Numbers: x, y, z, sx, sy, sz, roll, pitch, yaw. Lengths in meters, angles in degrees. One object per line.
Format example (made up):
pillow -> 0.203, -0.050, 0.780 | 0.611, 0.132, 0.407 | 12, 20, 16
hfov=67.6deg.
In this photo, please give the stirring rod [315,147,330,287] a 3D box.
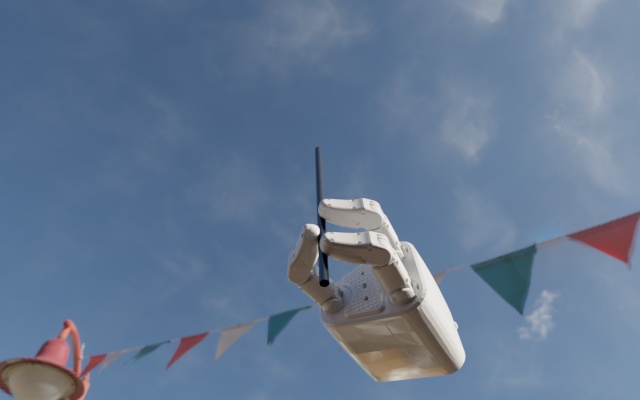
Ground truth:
stirring rod -> 0.000, 0.002, 0.472 | 0.011, 0.011, 0.239 | 0, 31, -2
